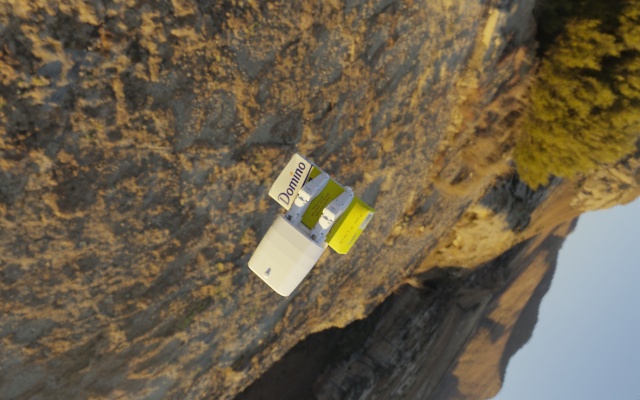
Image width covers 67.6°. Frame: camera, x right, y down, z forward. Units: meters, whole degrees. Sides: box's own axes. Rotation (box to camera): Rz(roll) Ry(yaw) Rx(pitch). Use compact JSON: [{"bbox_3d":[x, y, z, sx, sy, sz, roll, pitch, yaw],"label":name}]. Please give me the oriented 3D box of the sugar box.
[{"bbox_3d":[0.000,0.003,0.833,0.176,0.093,0.048,38,7,20],"label":"sugar box"}]
